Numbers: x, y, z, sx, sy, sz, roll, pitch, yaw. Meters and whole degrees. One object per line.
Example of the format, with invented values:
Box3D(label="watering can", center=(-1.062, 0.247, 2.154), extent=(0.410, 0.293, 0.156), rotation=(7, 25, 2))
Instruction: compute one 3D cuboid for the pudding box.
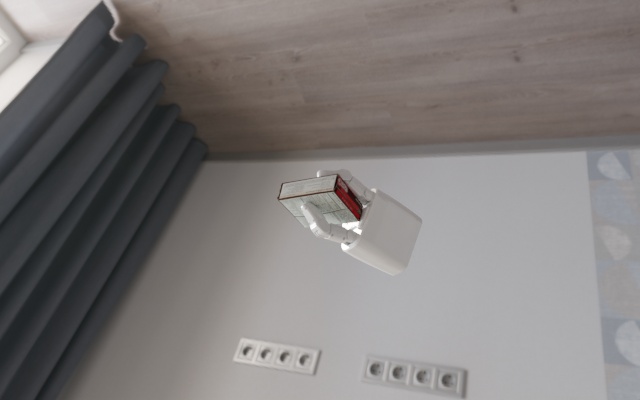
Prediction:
Box3D(label="pudding box", center=(0.000, 0.003, 0.780), extent=(0.113, 0.039, 0.090), rotation=(-9, -40, 31))
